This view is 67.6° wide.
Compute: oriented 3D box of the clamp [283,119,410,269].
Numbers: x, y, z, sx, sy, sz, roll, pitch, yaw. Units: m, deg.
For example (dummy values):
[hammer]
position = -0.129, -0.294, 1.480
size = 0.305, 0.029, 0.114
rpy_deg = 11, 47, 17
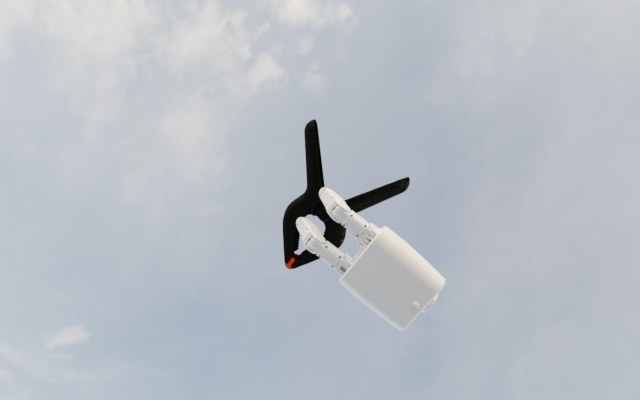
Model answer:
[clamp]
position = 0.000, 0.003, 0.679
size = 0.164, 0.210, 0.036
rpy_deg = 40, 15, 7
